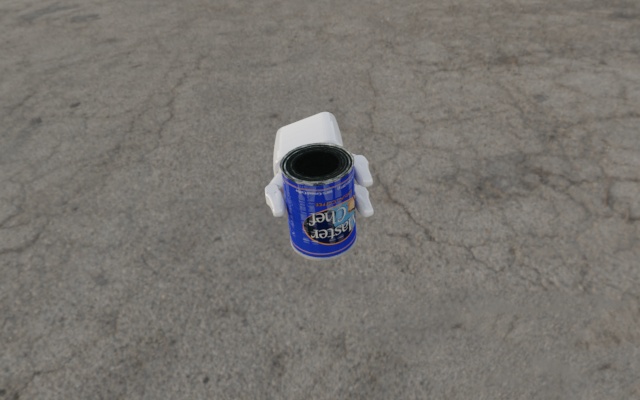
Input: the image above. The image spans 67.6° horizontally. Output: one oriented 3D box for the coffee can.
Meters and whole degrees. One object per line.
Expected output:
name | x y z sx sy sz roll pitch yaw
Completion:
coffee can | 0.000 0.003 0.692 0.103 0.140 0.102 -3 38 2
